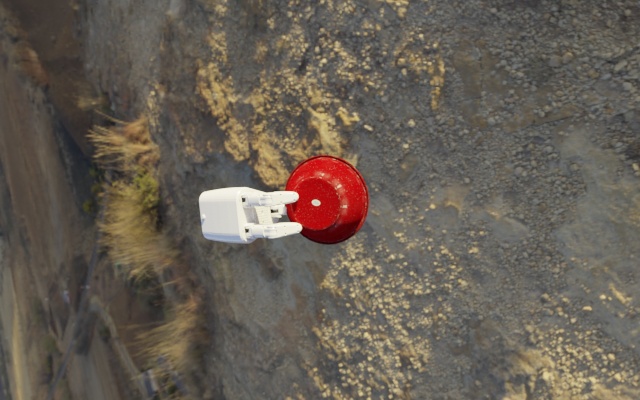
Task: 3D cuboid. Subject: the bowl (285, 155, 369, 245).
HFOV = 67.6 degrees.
[{"bbox_3d":[0.001,0.002,0.830,0.162,0.162,0.055,0,7,20],"label":"bowl"}]
